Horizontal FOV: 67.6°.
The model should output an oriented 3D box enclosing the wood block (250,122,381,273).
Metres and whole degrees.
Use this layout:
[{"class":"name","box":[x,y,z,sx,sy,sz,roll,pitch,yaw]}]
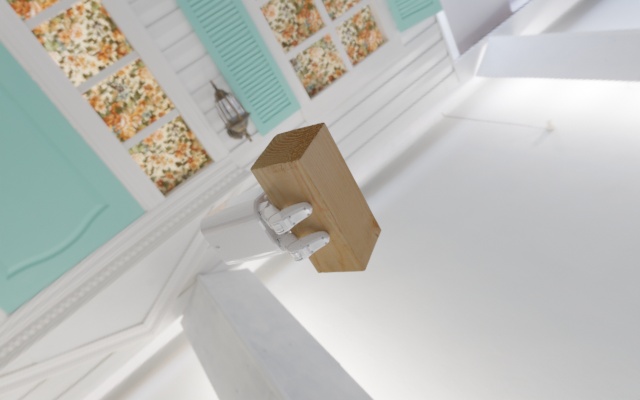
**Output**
[{"class":"wood block","box":[0.000,0.002,0.700,0.090,0.206,0.090,-8,36,33]}]
